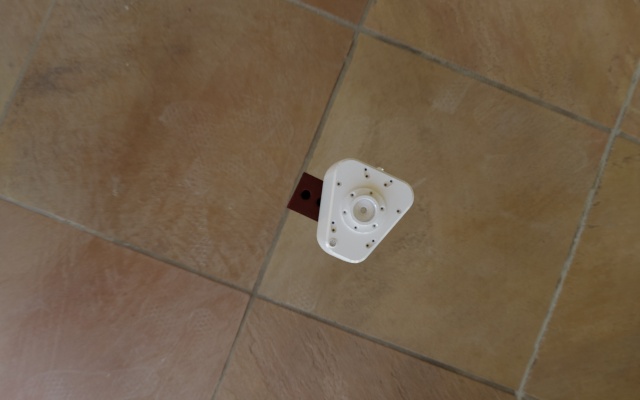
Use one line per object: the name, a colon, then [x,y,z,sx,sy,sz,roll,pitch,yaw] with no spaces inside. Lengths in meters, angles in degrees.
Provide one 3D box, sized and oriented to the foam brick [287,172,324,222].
foam brick: [0.000,0.002,0.637,0.078,0.053,0.051,24,-2,-2]
